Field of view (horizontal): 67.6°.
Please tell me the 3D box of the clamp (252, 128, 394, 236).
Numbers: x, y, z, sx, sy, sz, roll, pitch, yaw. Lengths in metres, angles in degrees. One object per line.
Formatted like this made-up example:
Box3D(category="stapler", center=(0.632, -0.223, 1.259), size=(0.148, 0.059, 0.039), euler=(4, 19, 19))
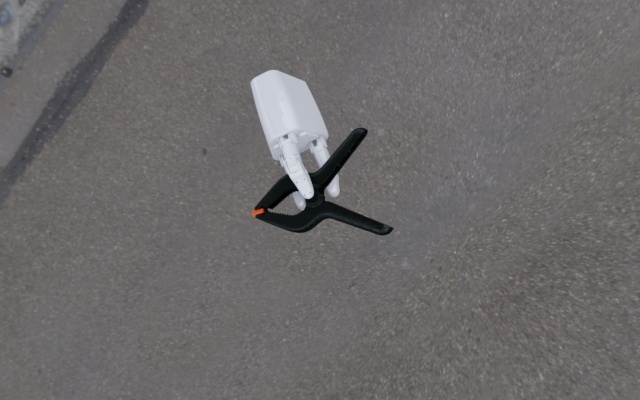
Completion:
Box3D(category="clamp", center=(-0.001, 0.002, 0.717), size=(0.210, 0.164, 0.036), euler=(-23, -15, 12))
